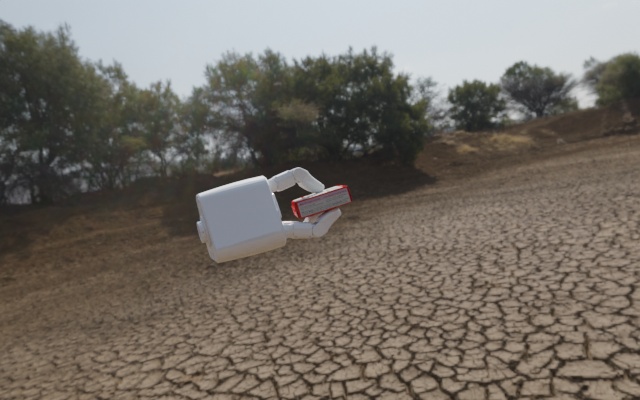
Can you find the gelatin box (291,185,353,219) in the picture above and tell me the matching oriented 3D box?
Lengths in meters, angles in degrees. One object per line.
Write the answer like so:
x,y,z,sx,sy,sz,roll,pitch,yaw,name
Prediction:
0.000,0.002,0.761,0.089,0.030,0.073,-19,4,-7,gelatin box
